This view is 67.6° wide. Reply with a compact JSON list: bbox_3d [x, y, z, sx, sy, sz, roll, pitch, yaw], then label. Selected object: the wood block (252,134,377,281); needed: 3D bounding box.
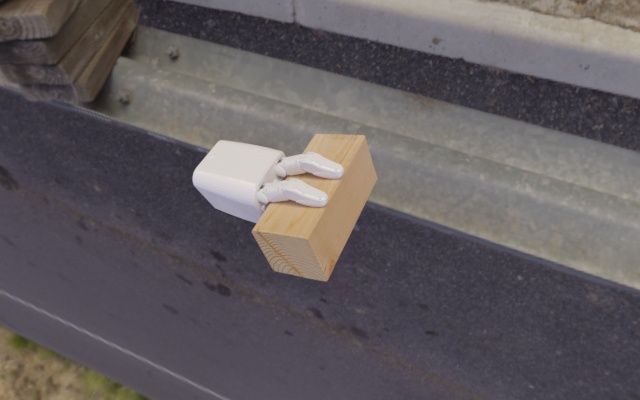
[{"bbox_3d":[0.000,0.003,0.693,0.090,0.091,0.206,6,48,29],"label":"wood block"}]
